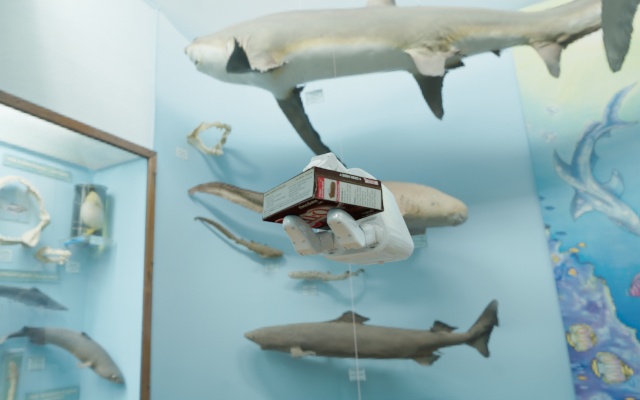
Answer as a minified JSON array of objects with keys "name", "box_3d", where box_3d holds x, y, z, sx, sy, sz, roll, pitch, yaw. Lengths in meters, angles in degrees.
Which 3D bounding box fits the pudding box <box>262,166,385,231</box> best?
[{"name":"pudding box","box_3d":[0.000,0.002,0.525,0.090,0.039,0.113,9,-21,-32]}]
